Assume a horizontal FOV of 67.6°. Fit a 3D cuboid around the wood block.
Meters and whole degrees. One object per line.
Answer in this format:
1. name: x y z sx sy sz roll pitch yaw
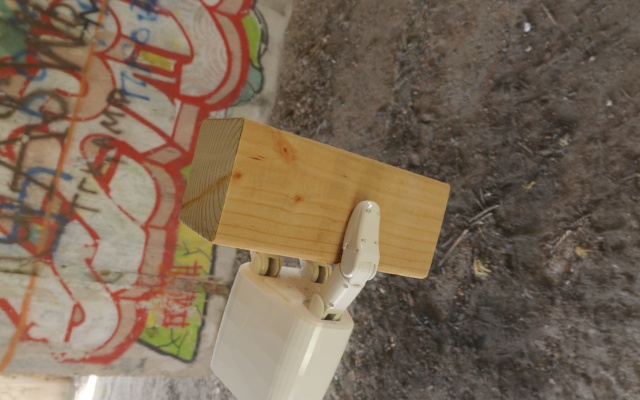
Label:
1. wood block: 0.000 0.002 0.411 0.206 0.090 0.091 14 1 -32
